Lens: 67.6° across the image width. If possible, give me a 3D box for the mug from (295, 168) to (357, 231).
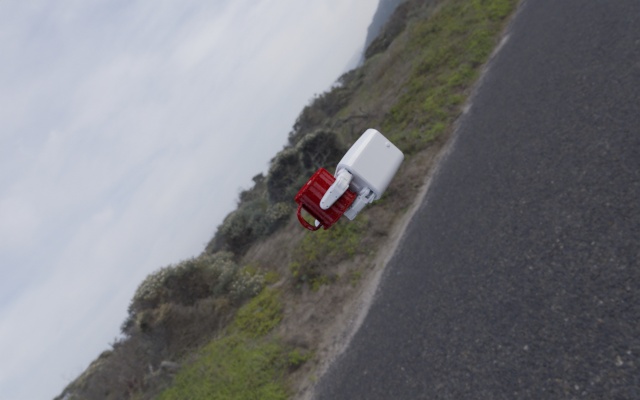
[{"bbox_3d":[-0.001,0.004,0.877,0.081,0.117,0.093,40,-26,-6],"label":"mug"}]
